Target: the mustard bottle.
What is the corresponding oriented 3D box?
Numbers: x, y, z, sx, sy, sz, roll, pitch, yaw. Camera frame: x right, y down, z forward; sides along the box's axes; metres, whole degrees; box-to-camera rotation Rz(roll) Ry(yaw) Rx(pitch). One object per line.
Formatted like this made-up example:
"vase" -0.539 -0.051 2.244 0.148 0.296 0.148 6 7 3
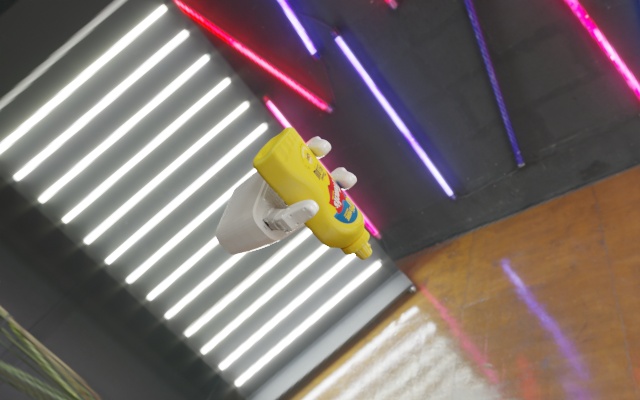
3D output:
"mustard bottle" 0.000 0.002 0.597 0.058 0.192 0.096 -34 16 21
